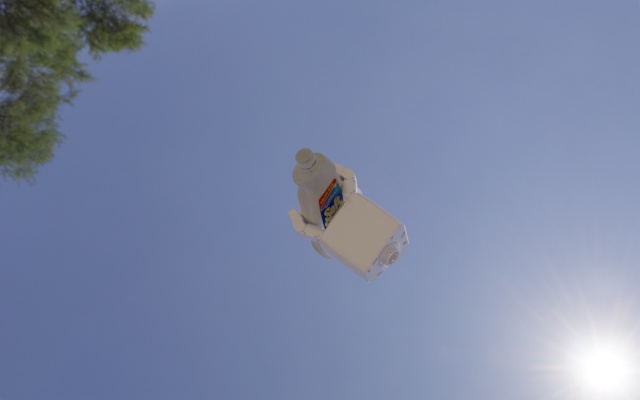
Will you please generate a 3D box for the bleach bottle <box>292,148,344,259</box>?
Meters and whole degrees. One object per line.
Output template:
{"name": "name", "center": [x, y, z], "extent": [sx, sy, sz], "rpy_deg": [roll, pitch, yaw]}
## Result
{"name": "bleach bottle", "center": [0.000, 0.003, 0.860], "extent": [0.068, 0.102, 0.251], "rpy_deg": [36, -17, 35]}
